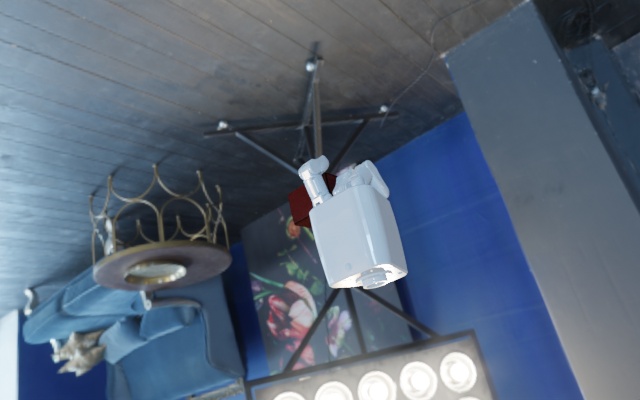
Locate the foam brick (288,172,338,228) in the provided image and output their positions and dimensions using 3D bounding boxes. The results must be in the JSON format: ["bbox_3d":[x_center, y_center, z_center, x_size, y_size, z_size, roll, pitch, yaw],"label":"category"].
[{"bbox_3d":[0.000,0.002,0.690,0.078,0.051,0.053,-30,-28,34],"label":"foam brick"}]
